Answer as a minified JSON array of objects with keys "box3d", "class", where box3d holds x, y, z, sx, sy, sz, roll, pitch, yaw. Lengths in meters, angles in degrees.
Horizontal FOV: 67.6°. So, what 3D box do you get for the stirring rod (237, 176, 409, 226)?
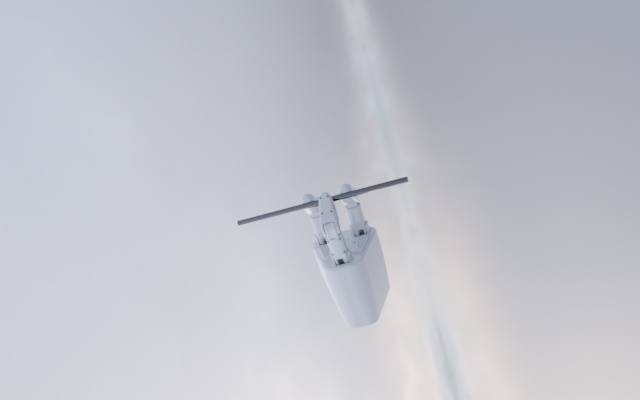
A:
[{"box3d":[0.000,0.002,0.647,0.239,0.011,0.011,-15,-3,10],"class":"stirring rod"}]
